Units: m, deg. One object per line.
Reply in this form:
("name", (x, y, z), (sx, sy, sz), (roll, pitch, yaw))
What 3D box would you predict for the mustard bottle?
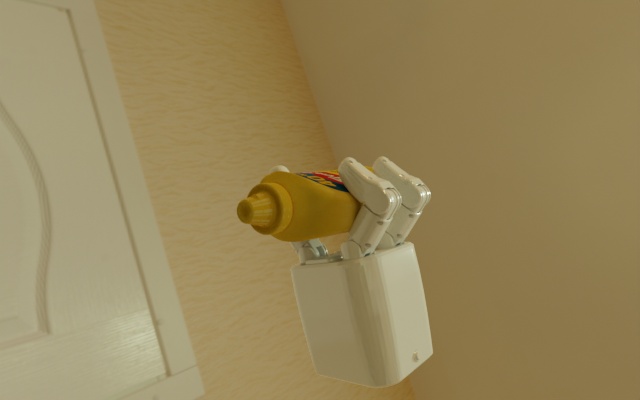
("mustard bottle", (0.000, 0.001, 0.432), (0.096, 0.058, 0.191), (16, 15, 35))
